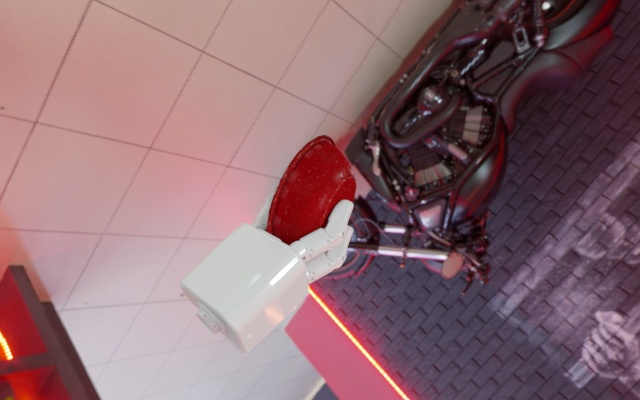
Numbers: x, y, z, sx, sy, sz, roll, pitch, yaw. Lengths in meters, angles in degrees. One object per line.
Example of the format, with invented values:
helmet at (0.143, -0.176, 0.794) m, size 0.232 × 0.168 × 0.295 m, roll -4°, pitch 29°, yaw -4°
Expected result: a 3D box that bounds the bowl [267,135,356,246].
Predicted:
bowl at (0.001, 0.001, 0.607) m, size 0.055 × 0.162 × 0.162 m, roll 25°, pitch 9°, yaw 20°
